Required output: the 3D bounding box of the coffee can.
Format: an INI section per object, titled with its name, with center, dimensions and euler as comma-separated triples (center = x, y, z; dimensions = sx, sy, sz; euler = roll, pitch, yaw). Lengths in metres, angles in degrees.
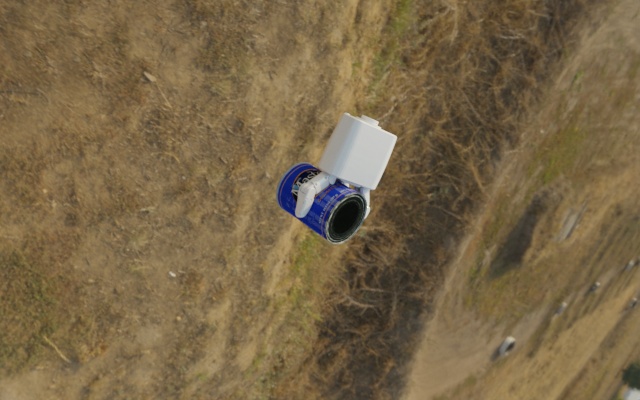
[coffee can]
center = 0.000, 0.003, 0.878
dimensions = 0.140, 0.103, 0.103
euler = 33, 21, 37
